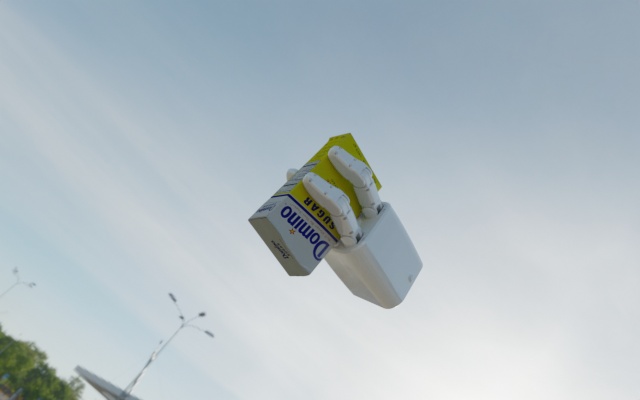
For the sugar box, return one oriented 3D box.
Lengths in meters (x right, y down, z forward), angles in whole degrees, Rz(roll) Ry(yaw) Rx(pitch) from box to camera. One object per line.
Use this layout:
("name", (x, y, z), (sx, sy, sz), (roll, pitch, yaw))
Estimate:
("sugar box", (0.001, 0.002, 0.596), (0.048, 0.093, 0.176), (-10, 31, 47))
